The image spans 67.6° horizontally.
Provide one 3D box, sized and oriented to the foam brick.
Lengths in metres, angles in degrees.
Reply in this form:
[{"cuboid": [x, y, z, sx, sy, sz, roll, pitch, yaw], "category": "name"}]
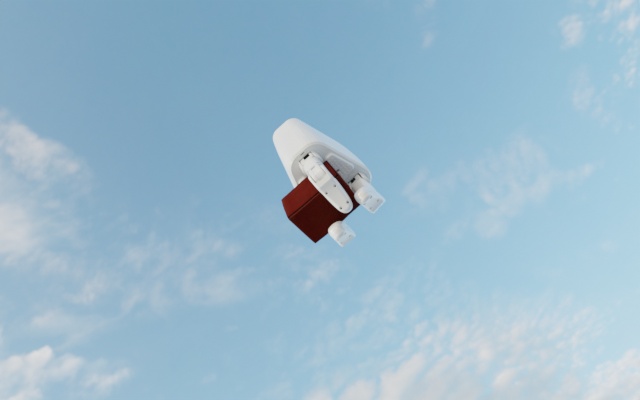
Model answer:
[{"cuboid": [0.000, 0.002, 0.580, 0.053, 0.078, 0.051, 47, 5, -30], "category": "foam brick"}]
